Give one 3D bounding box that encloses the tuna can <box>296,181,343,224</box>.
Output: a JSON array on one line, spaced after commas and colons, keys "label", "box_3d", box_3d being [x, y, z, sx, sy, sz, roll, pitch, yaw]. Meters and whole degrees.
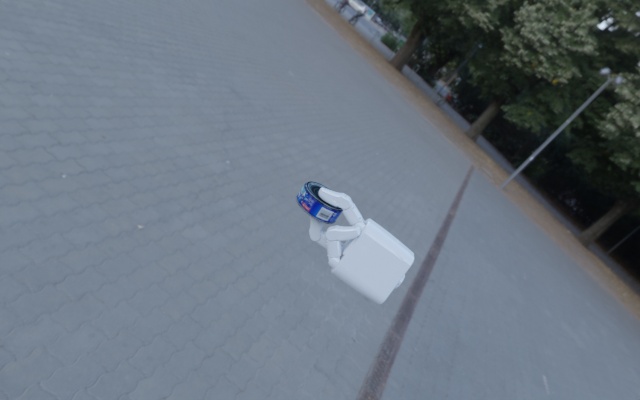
[{"label": "tuna can", "box_3d": [0.000, 0.002, 0.870, 0.086, 0.034, 0.086, 29, 21, -13]}]
